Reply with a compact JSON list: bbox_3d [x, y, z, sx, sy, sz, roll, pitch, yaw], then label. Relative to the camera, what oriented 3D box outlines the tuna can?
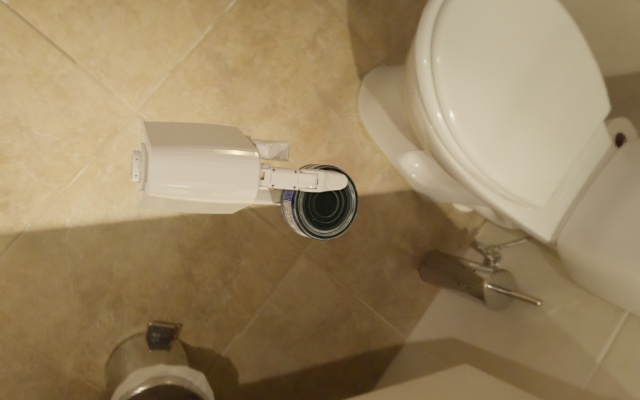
[{"bbox_3d":[0.000,0.002,0.540,0.086,0.086,0.034,0,5,-29],"label":"tuna can"}]
